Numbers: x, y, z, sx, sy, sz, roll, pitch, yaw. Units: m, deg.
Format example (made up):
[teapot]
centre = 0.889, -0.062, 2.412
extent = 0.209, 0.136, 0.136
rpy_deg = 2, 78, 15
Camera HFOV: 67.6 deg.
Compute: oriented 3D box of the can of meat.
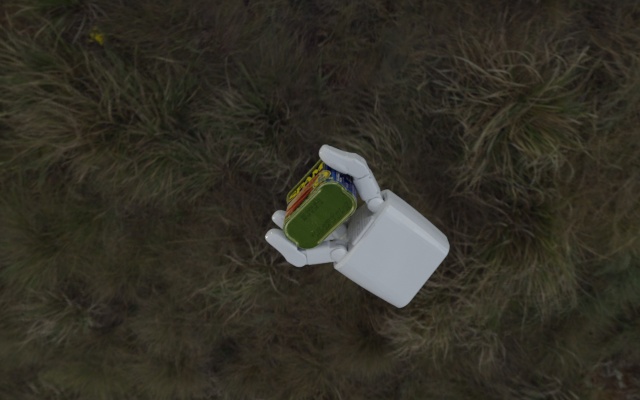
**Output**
[can of meat]
centre = 0.000, 0.002, 0.593
extent = 0.057, 0.102, 0.084
rpy_deg = 38, 22, -16
